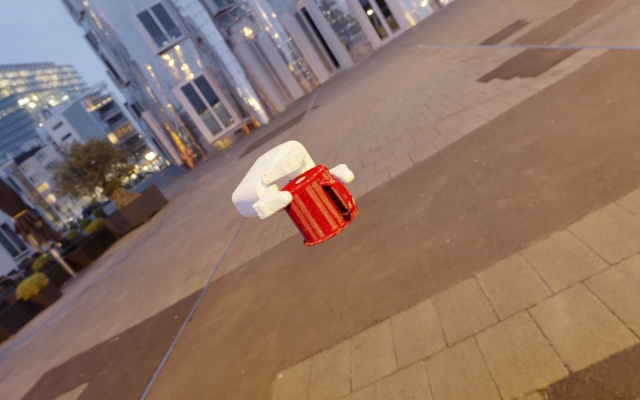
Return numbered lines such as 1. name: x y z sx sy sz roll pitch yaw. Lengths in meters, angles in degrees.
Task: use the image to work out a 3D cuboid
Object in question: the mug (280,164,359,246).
1. mug: 0.001 0.002 0.655 0.093 0.081 0.117 -43 16 -32
